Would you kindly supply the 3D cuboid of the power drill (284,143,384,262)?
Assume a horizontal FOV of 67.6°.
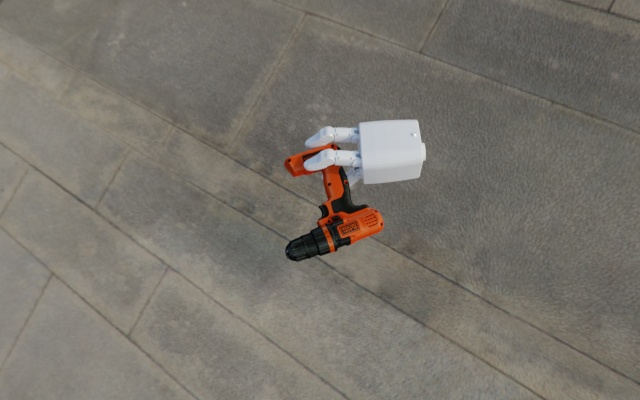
[{"bbox_3d":[0.000,0.002,0.867,0.184,0.187,0.057,-19,-11,-11],"label":"power drill"}]
